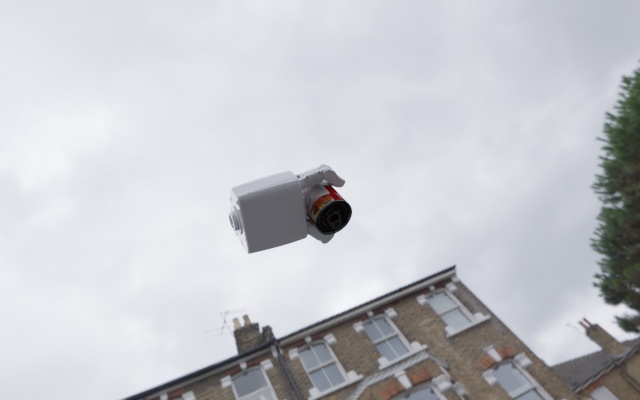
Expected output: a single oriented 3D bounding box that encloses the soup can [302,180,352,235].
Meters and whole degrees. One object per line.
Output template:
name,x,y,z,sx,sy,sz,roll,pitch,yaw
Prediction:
soup can,0.000,0.002,0.818,0.068,0.068,0.102,0,31,-32
